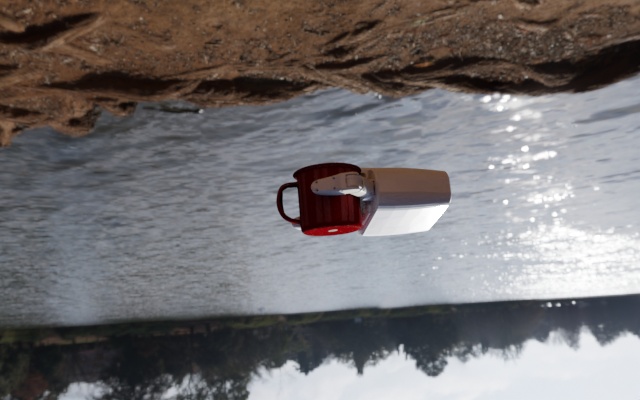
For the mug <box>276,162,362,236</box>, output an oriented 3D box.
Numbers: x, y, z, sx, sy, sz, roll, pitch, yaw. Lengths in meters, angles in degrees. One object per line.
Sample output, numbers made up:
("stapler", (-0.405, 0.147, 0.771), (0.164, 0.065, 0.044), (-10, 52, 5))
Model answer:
("mug", (-0.001, 0.002, 0.634), (0.117, 0.081, 0.093), (-2, -13, -12))
